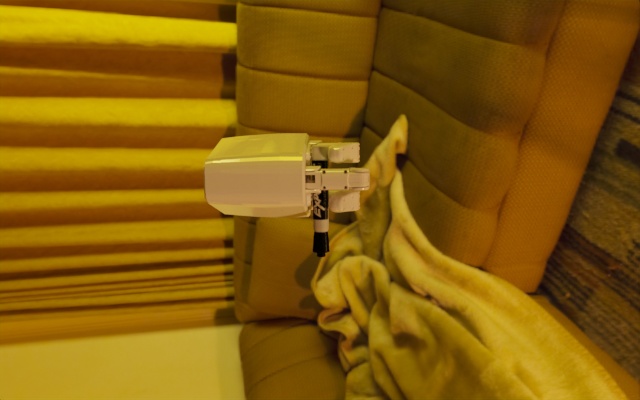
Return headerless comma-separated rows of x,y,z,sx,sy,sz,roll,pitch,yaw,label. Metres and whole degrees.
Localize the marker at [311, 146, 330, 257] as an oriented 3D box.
0.000,0.002,0.521,0.020,0.121,0.020,-1,5,0,marker
